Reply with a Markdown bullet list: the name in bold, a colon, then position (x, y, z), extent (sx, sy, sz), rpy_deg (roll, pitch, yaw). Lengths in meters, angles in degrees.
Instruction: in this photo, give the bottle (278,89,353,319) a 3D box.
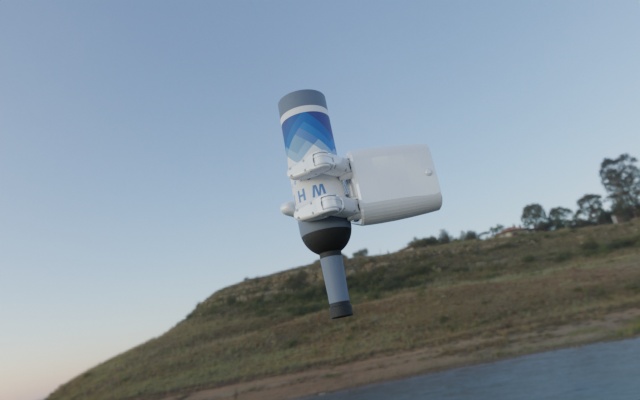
- **bottle**: position (0.000, 0.002, 0.617), extent (0.069, 0.295, 0.069), rpy_deg (-10, -17, -3)
